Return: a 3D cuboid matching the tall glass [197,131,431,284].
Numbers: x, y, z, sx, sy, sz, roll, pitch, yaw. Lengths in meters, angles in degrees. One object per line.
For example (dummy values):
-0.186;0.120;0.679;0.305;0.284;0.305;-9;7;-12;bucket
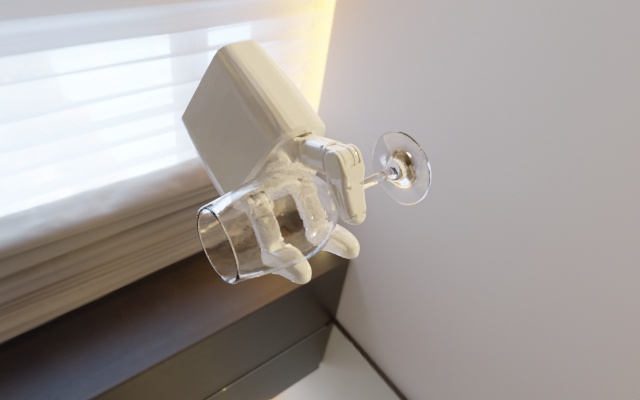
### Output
0.001;0.001;0.406;0.201;0.079;0.079;-23;13;-33;tall glass
